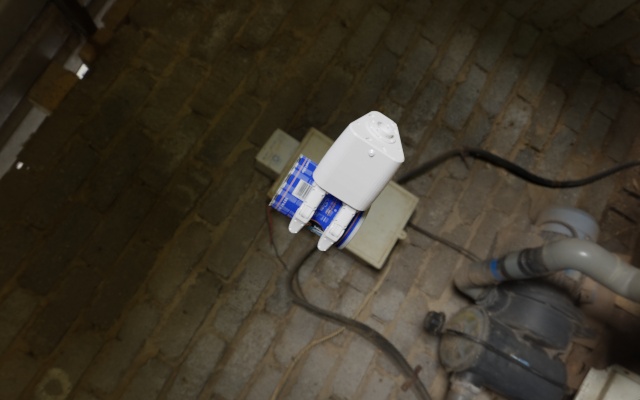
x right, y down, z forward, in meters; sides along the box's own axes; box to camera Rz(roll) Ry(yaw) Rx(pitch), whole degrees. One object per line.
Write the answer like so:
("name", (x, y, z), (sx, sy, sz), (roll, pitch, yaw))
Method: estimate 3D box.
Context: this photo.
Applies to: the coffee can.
("coffee can", (0.000, 0.003, 0.796), (0.140, 0.103, 0.103), (32, -4, -6))
